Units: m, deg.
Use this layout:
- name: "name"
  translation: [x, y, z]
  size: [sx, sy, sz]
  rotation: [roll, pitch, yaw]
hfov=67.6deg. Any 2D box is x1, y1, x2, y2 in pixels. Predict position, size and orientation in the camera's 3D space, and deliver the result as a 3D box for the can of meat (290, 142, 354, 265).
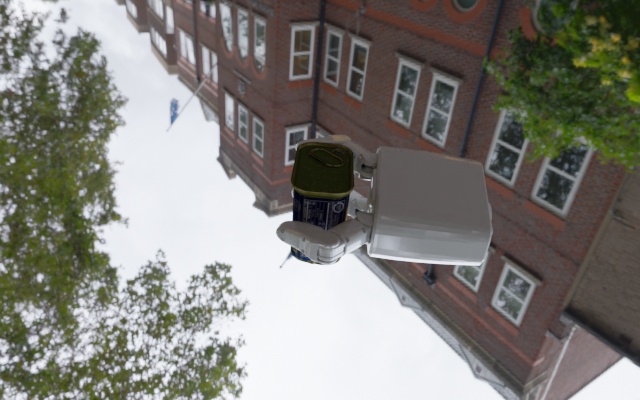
- name: "can of meat"
  translation: [0.000, 0.002, 0.474]
  size: [0.057, 0.084, 0.102]
  rotation: [5, 32, 0]
